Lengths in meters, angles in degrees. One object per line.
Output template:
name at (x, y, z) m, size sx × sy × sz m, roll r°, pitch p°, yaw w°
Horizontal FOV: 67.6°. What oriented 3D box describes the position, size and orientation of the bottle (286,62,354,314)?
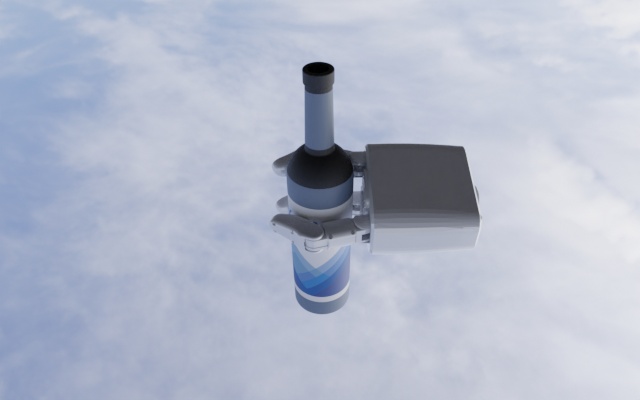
bottle at (0.000, 0.002, 0.494) m, size 0.069 × 0.296 × 0.069 m, roll -1°, pitch 40°, yaw 0°
